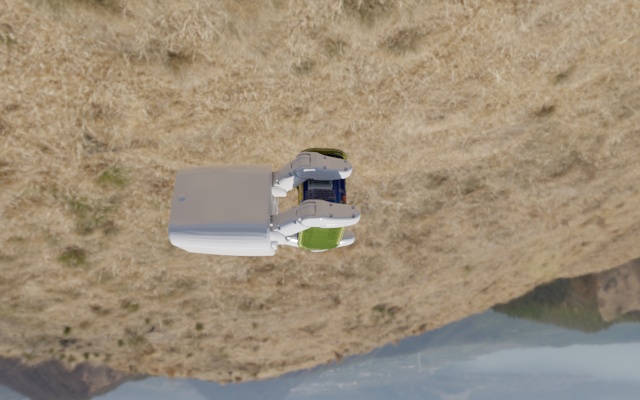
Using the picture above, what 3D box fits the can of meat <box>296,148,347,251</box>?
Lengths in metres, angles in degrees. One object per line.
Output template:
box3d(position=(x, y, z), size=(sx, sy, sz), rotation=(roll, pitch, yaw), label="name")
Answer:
box3d(position=(0.000, 0.002, 0.556), size=(0.057, 0.084, 0.102), rotation=(2, -29, -4), label="can of meat")
